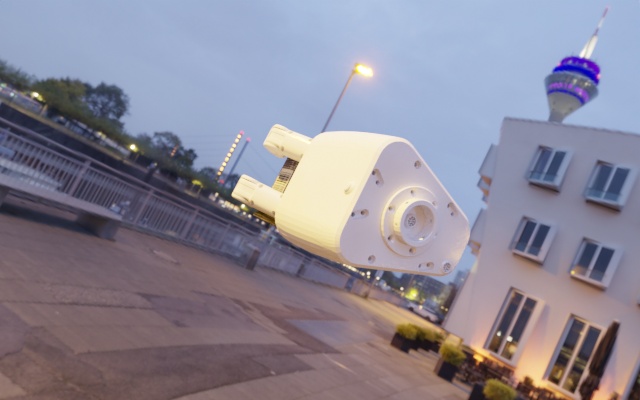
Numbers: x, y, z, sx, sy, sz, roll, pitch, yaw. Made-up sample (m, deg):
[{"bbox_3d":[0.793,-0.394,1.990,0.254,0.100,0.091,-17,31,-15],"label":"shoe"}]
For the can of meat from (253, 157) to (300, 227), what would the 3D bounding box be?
[{"bbox_3d":[0.000,0.001,0.465,0.102,0.084,0.057,30,-6,-23],"label":"can of meat"}]
